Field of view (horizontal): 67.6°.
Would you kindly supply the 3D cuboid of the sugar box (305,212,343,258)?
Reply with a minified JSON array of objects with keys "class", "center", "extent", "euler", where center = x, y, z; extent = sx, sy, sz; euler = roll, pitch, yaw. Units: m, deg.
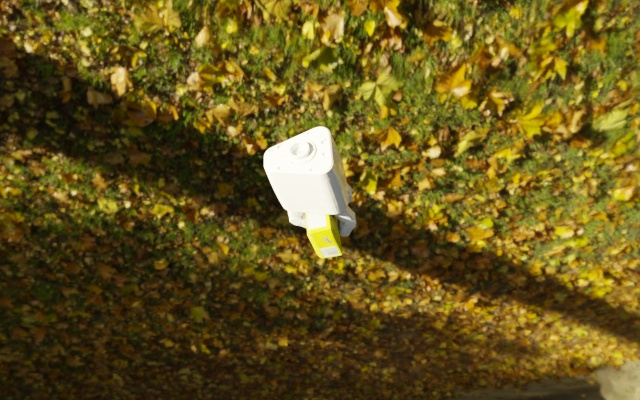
[{"class":"sugar box","center":[0.001,0.003,0.831],"extent":[0.048,0.176,0.093],"euler":[-11,-35,9]}]
